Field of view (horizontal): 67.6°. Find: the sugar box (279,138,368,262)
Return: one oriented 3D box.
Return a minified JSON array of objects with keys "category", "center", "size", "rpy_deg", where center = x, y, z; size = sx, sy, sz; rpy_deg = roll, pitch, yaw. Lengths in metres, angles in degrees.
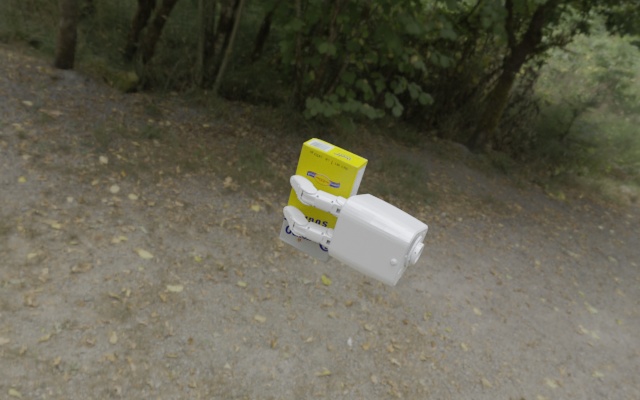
[{"category":"sugar box","center":[0.000,0.003,0.734],"size":[0.093,0.176,0.048],"rpy_deg":[26,28,17]}]
